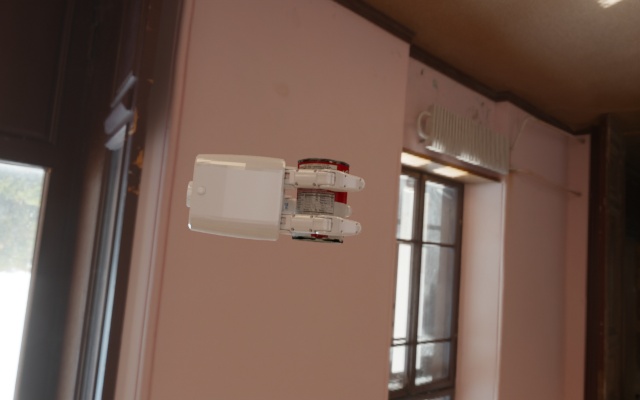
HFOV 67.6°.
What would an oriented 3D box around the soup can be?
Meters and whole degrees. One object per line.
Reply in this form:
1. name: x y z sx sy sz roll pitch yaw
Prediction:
1. soup can: 0.001 0.002 0.613 0.068 0.102 0.068 5 -7 1
